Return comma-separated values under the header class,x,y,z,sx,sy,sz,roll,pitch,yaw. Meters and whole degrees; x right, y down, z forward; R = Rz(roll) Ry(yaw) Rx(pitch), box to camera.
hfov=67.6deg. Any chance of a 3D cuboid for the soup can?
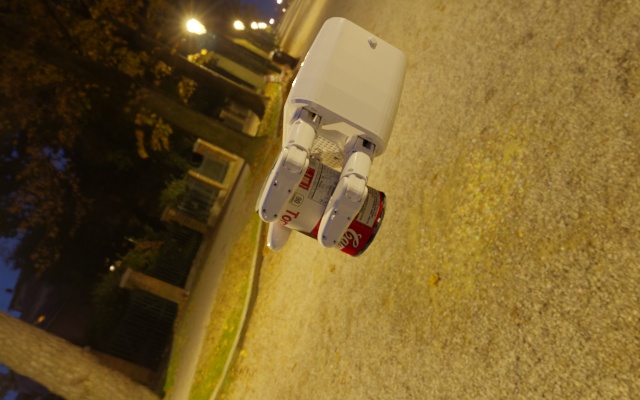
class,x,y,z,sx,sy,sz,roll,pitch,yaw
soup can,0.000,0.002,0.439,0.102,0.068,0.068,25,-6,-13
